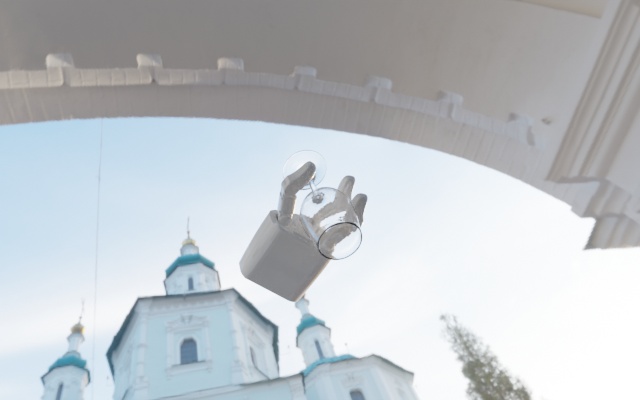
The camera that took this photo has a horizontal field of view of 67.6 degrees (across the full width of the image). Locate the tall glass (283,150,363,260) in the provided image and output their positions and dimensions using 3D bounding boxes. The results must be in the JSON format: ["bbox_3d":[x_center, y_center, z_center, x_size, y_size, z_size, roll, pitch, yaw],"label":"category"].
[{"bbox_3d":[0.000,0.002,0.703,0.079,0.079,0.201,0,31,-18],"label":"tall glass"}]
